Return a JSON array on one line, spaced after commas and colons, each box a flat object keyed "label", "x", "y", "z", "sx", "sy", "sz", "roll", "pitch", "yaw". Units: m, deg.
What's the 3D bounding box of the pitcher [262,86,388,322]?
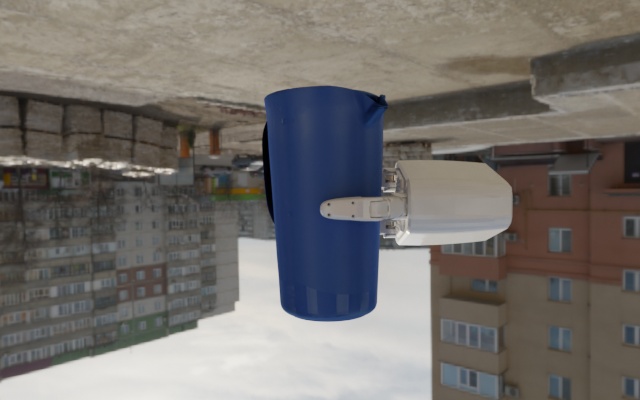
[{"label": "pitcher", "x": 0.000, "y": 0.002, "z": 0.536, "sx": 0.145, "sy": 0.243, "sz": 0.149, "roll": -1, "pitch": 2, "yaw": 0}]
